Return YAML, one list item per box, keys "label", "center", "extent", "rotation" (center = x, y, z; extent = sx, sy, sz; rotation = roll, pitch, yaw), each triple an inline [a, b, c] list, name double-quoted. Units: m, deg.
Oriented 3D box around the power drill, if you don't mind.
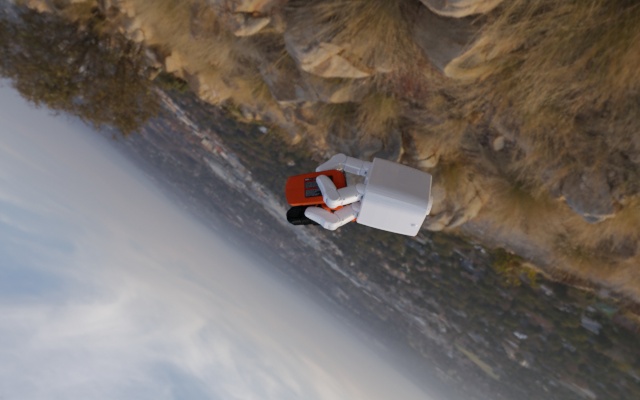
- label: "power drill"
  center: [0.000, 0.003, 0.891]
  extent: [0.184, 0.057, 0.188]
  rotation: [-9, -17, 14]
